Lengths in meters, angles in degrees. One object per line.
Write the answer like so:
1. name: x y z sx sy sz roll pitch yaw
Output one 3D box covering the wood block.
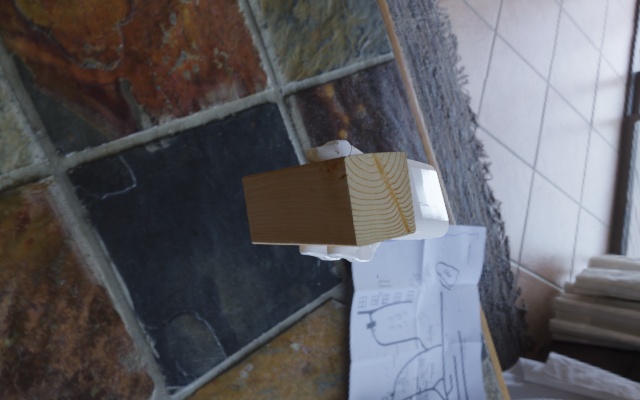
1. wood block: 0.000 0.001 0.562 0.090 0.091 0.206 -9 2 -38
